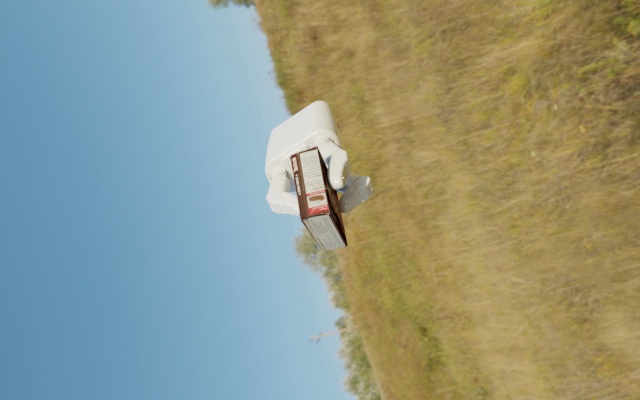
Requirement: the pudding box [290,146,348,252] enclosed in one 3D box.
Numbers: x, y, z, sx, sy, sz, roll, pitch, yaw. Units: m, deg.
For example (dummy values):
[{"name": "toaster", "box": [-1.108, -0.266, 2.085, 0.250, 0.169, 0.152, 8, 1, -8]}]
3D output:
[{"name": "pudding box", "box": [0.000, 0.002, 0.583, 0.039, 0.090, 0.113, -16, -27, 9]}]
